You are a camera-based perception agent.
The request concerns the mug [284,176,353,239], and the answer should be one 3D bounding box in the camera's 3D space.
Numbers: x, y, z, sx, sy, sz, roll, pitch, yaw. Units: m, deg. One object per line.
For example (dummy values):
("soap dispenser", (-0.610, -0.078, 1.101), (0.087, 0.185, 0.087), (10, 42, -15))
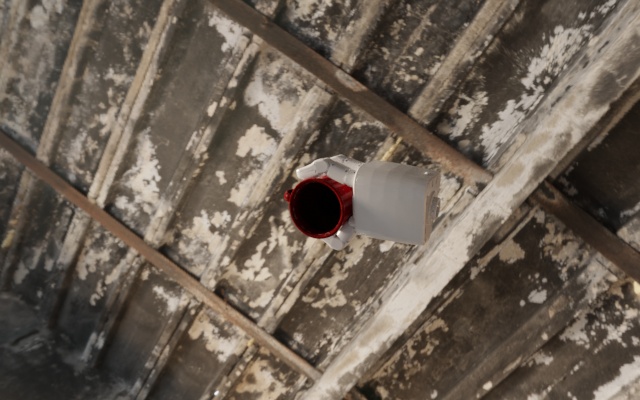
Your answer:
("mug", (-0.001, 0.002, 0.751), (0.117, 0.093, 0.081), (13, 17, 24))
